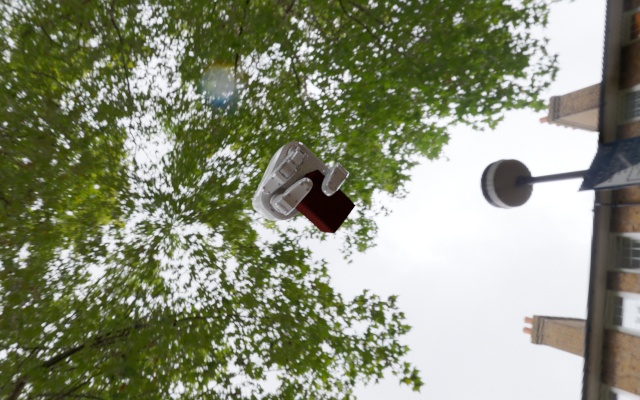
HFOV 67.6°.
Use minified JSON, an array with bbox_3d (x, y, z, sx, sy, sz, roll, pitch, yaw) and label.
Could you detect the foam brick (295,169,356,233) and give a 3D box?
[{"bbox_3d":[0.000,0.002,0.675,0.078,0.053,0.051,43,-15,-11],"label":"foam brick"}]
